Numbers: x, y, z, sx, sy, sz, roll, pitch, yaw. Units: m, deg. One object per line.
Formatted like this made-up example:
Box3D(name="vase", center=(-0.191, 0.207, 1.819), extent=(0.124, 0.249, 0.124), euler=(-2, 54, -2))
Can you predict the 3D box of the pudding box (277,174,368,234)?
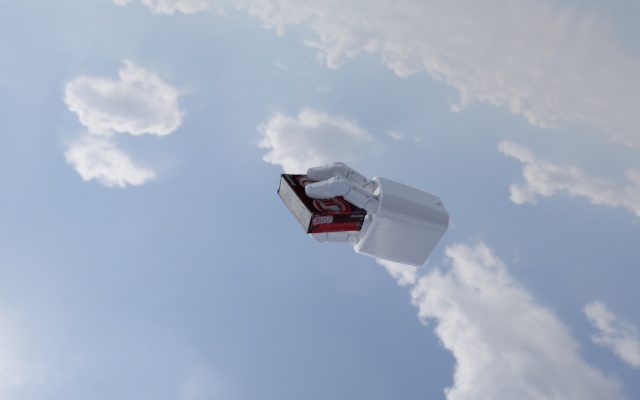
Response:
Box3D(name="pudding box", center=(0.000, 0.002, 0.688), extent=(0.090, 0.039, 0.113), euler=(0, 29, -31))
